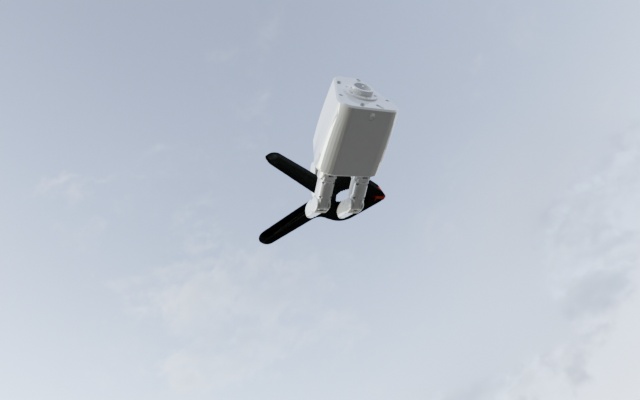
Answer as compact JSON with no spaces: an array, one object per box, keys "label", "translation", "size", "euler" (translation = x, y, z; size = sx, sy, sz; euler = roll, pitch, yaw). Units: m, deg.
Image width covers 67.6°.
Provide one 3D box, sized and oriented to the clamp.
[{"label":"clamp","translation":[0.000,0.002,0.759],"size":[0.210,0.165,0.036],"euler":[2,36,-23]}]
